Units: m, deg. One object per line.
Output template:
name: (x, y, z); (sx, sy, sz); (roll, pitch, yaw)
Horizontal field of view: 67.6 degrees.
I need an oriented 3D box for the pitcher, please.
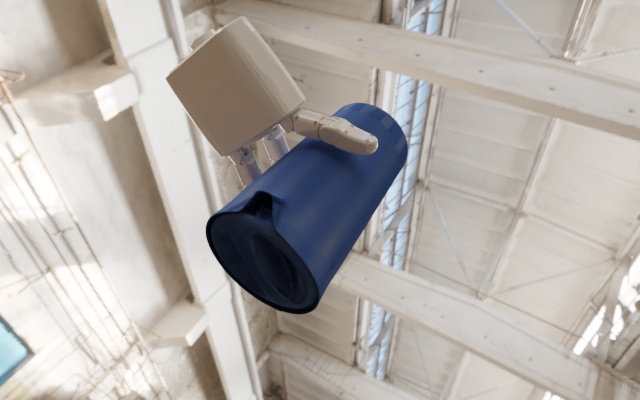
pitcher: (0.000, 0.002, 0.533); (0.149, 0.145, 0.242); (-22, 21, 49)
